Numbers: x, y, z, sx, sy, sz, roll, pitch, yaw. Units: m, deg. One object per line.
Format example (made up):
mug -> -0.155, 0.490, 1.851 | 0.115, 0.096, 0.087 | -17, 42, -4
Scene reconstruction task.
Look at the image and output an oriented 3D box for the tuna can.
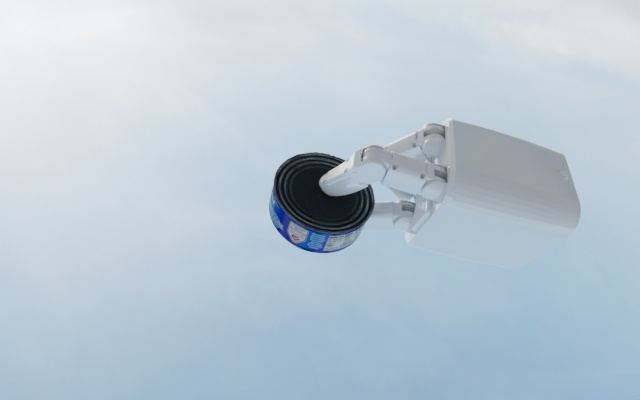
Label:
tuna can -> 0.000, 0.002, 0.404 | 0.086, 0.086, 0.034 | 0, -38, -18
